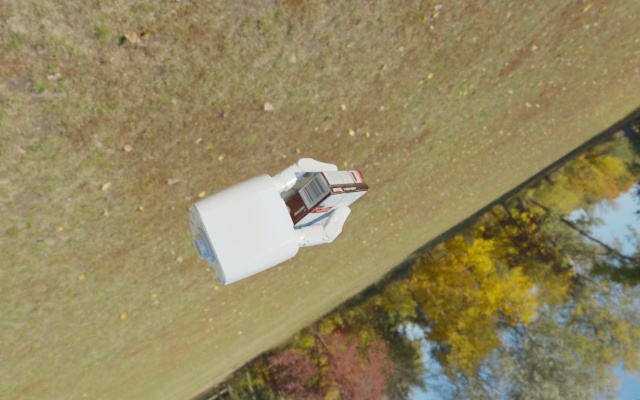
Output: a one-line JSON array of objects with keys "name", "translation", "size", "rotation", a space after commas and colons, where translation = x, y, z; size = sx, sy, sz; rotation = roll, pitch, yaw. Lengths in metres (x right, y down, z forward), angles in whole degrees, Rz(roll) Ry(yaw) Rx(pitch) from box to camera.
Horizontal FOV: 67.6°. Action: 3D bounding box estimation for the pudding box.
[{"name": "pudding box", "translation": [0.000, 0.002, 0.676], "size": [0.113, 0.039, 0.090], "rotation": [-38, -19, 35]}]
